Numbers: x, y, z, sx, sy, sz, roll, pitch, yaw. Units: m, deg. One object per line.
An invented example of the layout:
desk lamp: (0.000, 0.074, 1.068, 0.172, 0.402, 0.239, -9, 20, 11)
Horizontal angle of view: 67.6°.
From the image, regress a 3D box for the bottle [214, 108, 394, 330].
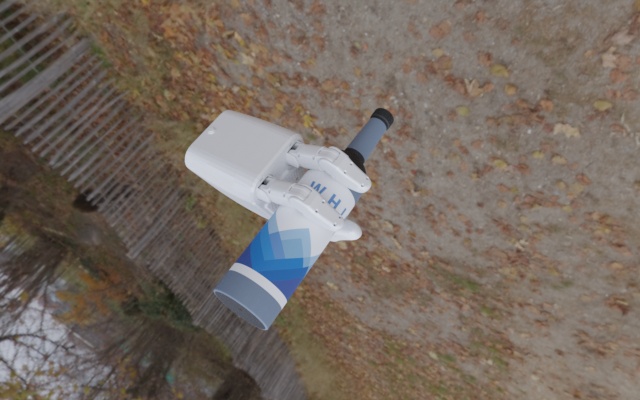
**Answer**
bottle: (0.000, 0.002, 0.534, 0.069, 0.295, 0.069, 29, -26, 16)
